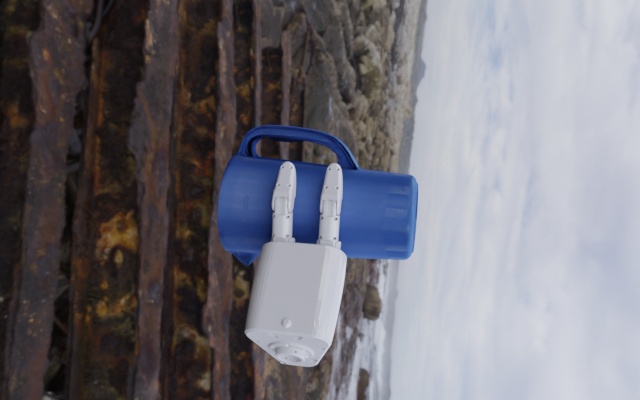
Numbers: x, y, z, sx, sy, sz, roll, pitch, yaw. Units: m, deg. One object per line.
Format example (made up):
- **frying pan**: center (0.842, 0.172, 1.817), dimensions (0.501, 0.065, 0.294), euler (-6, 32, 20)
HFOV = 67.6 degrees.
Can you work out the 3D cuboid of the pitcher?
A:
- **pitcher**: center (0.000, 0.002, 0.616), dimensions (0.243, 0.145, 0.149), euler (4, -37, 9)
